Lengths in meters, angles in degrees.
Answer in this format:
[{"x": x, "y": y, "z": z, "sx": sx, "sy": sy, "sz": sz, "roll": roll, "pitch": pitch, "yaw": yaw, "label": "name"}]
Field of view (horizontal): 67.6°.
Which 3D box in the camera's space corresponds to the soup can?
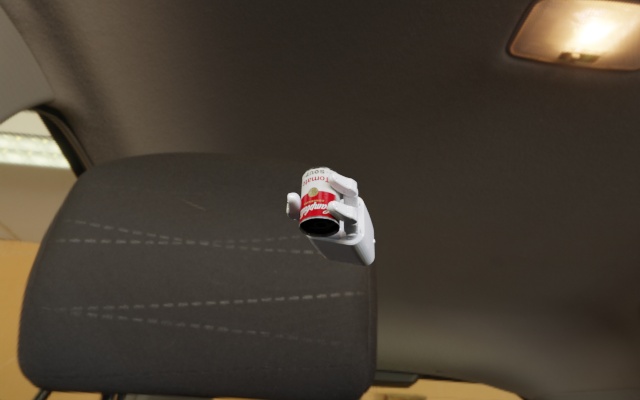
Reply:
[{"x": 0.000, "y": 0.002, "z": 0.812, "sx": 0.068, "sy": 0.102, "sz": 0.068, "roll": 1, "pitch": -32, "yaw": 1, "label": "soup can"}]
